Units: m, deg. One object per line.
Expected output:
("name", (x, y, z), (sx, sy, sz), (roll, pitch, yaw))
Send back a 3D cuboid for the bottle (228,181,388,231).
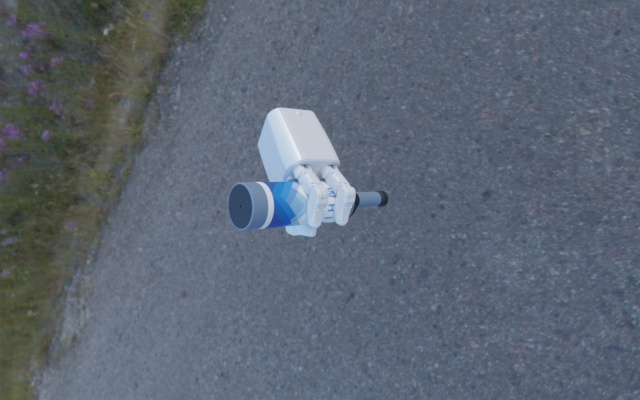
("bottle", (0.000, 0.003, 0.752), (0.296, 0.069, 0.069), (-3, 2, -41))
